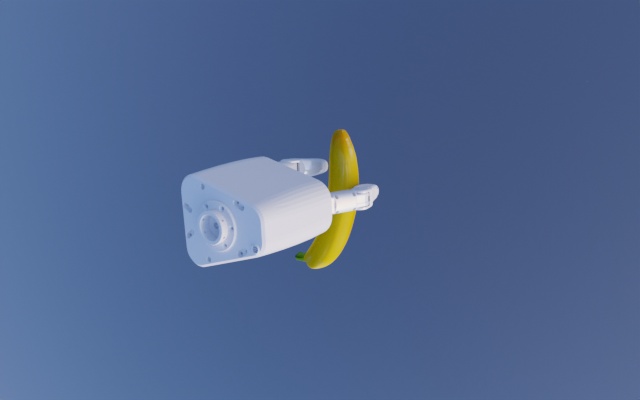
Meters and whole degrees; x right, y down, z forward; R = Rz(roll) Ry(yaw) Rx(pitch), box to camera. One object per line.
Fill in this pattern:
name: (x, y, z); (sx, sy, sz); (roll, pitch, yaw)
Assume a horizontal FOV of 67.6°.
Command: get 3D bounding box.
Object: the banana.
banana: (0.013, 0.014, 0.584); (0.069, 0.198, 0.037); (35, 31, 29)
